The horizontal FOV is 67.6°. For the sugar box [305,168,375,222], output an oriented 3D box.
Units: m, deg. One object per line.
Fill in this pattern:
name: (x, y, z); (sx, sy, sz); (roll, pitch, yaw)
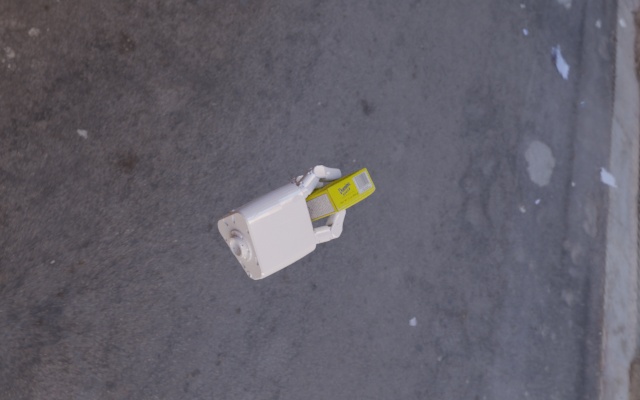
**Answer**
sugar box: (0.000, 0.002, 0.795); (0.093, 0.048, 0.176); (-28, 6, -38)
